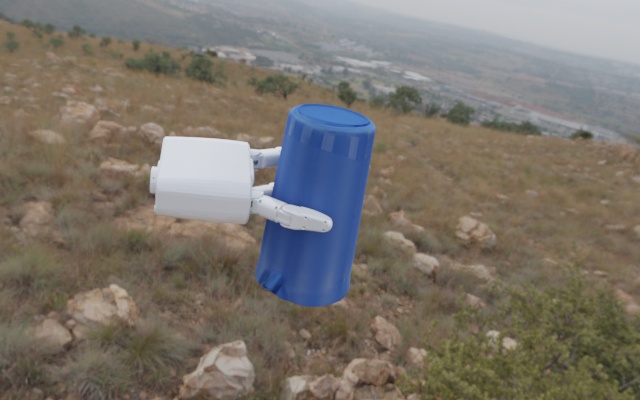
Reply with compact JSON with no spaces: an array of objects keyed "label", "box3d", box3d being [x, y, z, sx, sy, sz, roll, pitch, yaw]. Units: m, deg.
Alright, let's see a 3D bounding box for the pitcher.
[{"label":"pitcher","box3d":[0.000,0.002,0.631,0.145,0.243,0.149,5,24,-14]}]
